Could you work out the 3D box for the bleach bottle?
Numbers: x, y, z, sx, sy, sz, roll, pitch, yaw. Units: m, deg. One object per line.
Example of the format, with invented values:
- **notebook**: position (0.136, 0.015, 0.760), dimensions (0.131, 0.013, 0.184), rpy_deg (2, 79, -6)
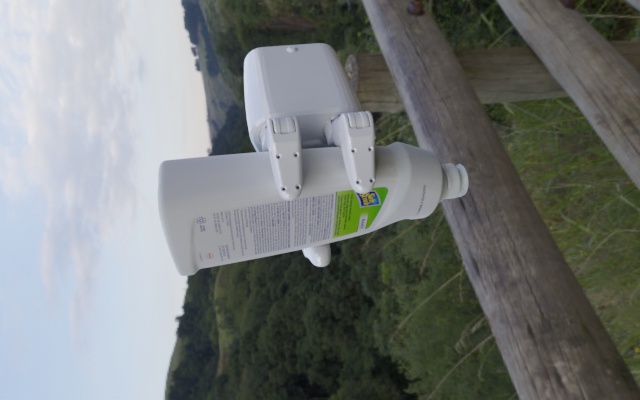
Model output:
- **bleach bottle**: position (0.000, 0.001, 0.405), dimensions (0.251, 0.068, 0.103), rpy_deg (-6, -39, -9)
